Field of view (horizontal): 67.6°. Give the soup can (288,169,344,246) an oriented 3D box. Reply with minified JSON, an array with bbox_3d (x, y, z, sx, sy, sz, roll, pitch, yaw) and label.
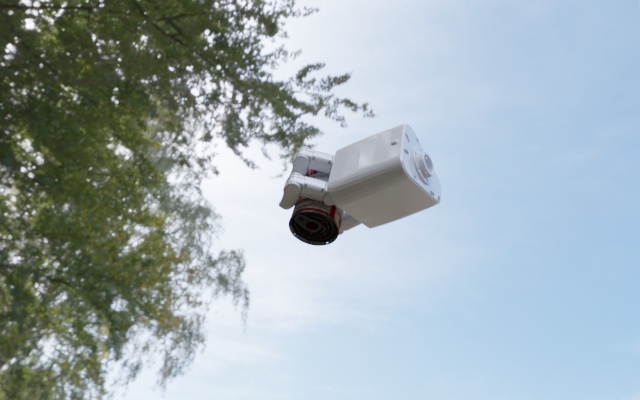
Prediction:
[{"bbox_3d":[0.000,0.002,0.661,0.068,0.102,0.069,8,-44,7],"label":"soup can"}]
